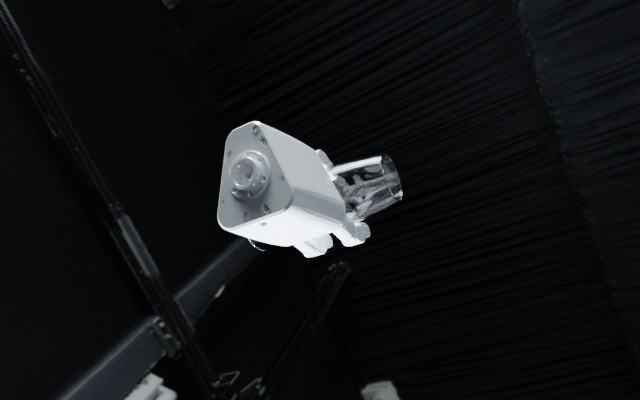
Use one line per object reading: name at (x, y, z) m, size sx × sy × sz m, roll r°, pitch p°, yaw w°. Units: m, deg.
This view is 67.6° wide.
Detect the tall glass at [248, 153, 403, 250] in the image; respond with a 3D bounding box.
tall glass at (0.000, 0.002, 0.608) m, size 0.201 × 0.079 × 0.079 m, roll -19°, pitch -8°, yaw 24°
